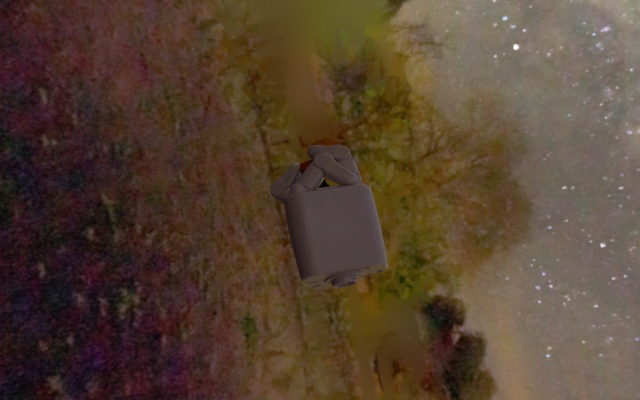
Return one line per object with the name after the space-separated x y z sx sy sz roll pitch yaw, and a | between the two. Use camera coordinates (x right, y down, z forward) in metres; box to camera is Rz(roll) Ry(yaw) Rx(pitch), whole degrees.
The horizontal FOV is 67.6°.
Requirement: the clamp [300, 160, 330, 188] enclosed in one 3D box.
0.001 0.002 0.715 0.039 0.120 0.171 -16 -22 5 | clamp
